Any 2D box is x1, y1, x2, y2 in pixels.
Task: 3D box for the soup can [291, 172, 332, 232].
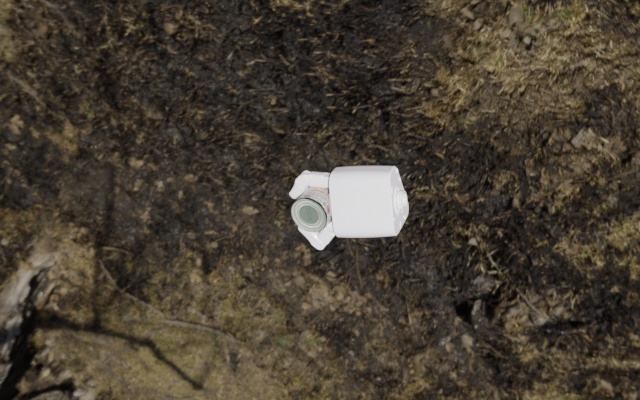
[{"bbox_3d":[0.000,0.003,0.836,0.068,0.068,0.102,0,28,27],"label":"soup can"}]
